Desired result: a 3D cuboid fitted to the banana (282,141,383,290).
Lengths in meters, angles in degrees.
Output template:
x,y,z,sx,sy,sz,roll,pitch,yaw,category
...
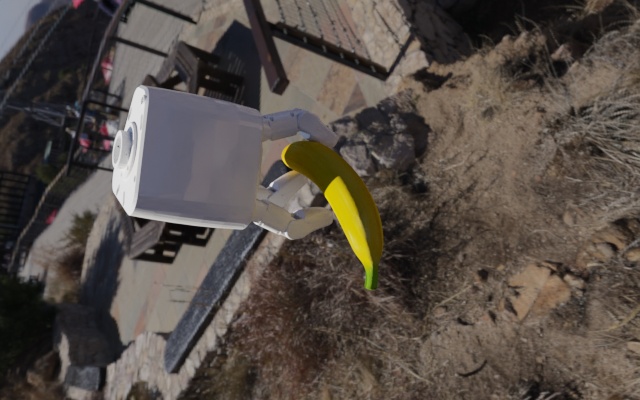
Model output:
x,y,z,sx,sy,sz,roll,pitch,yaw,category
0.009,-0.010,0.459,0.037,0.070,0.197,4,40,-36,banana
